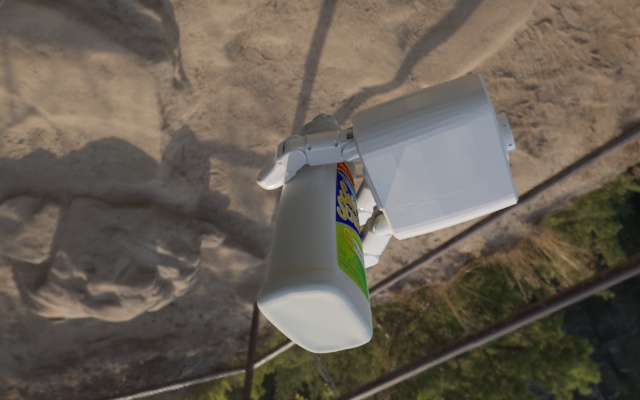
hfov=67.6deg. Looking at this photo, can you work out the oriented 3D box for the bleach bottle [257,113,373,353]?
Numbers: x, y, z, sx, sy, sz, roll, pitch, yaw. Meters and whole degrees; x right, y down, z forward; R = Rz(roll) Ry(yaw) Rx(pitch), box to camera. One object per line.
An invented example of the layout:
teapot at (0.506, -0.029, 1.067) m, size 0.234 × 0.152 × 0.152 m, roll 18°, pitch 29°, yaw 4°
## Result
bleach bottle at (0.000, 0.002, 0.438) m, size 0.068 × 0.250 × 0.103 m, roll -17°, pitch -46°, yaw 18°
